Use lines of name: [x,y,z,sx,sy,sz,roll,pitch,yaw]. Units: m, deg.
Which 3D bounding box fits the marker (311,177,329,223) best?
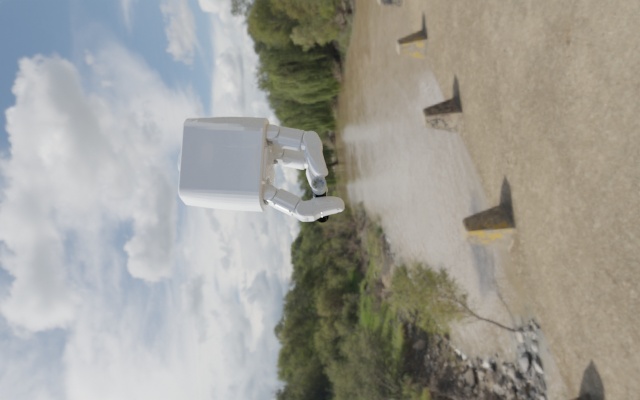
marker: [0.000,0.002,0.632,0.020,0.020,0.121,0,-22,3]
